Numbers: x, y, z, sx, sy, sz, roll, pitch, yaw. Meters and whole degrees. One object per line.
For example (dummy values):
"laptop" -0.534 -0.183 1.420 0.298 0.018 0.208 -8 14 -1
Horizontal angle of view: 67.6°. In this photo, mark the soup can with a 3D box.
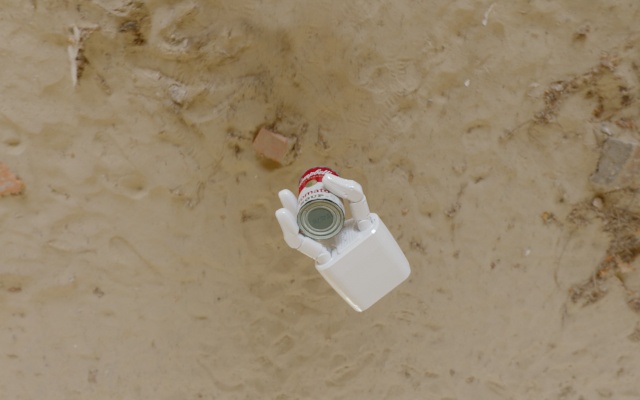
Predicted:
"soup can" 0.000 0.002 0.695 0.068 0.068 0.102 0 30 0
